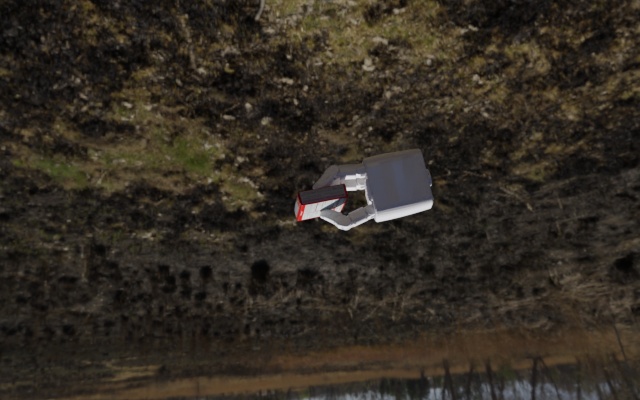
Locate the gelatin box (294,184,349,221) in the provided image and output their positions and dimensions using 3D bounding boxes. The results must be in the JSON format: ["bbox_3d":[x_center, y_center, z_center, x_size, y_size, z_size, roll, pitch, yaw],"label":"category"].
[{"bbox_3d":[0.000,0.003,0.865,0.089,0.030,0.073,-12,-21,-13],"label":"gelatin box"}]
